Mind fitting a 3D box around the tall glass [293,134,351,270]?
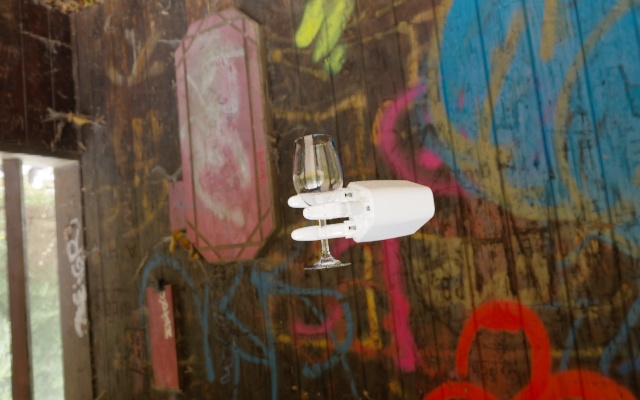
[{"bbox_3d":[0.000,0.003,0.738,0.079,0.201,0.079,-6,-5,-1],"label":"tall glass"}]
